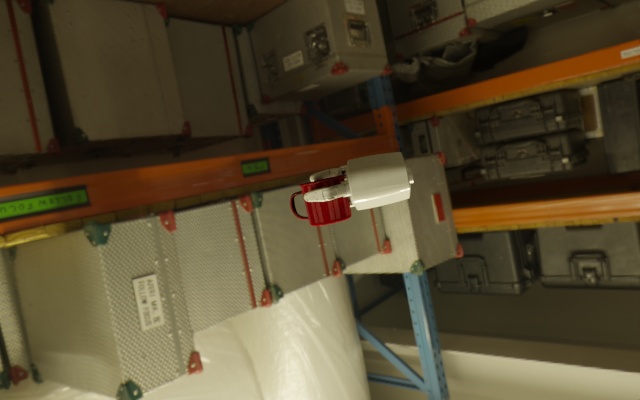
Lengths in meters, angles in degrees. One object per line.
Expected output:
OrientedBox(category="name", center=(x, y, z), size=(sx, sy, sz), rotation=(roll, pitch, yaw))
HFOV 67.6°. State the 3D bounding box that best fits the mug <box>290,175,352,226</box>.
OrientedBox(category="mug", center=(-0.001, 0.003, 0.899), size=(0.117, 0.081, 0.093), rotation=(-12, 4, 8))
